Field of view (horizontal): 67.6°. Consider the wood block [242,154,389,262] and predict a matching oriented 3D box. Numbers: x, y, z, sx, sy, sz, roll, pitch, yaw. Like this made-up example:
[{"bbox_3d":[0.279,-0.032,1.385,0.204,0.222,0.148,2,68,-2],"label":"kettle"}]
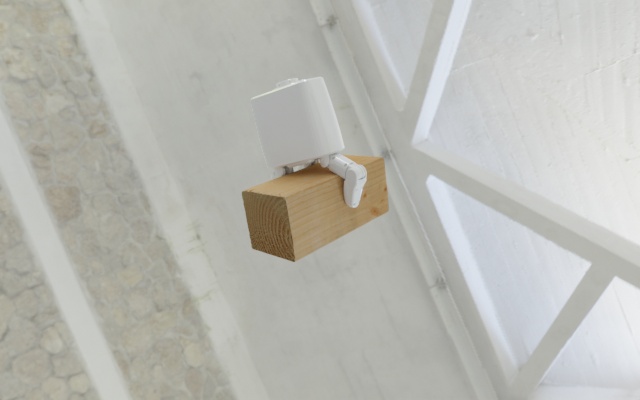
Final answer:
[{"bbox_3d":[0.000,0.002,0.692,0.091,0.090,0.206,10,24,43],"label":"wood block"}]
